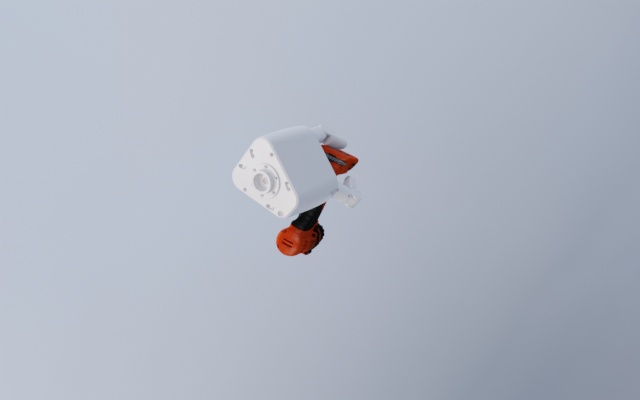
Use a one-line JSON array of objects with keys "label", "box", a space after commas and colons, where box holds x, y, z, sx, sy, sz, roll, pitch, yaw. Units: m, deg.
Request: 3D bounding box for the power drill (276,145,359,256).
[{"label": "power drill", "box": [0.000, 0.002, 0.811, 0.057, 0.187, 0.184, 25, 8, 10]}]
